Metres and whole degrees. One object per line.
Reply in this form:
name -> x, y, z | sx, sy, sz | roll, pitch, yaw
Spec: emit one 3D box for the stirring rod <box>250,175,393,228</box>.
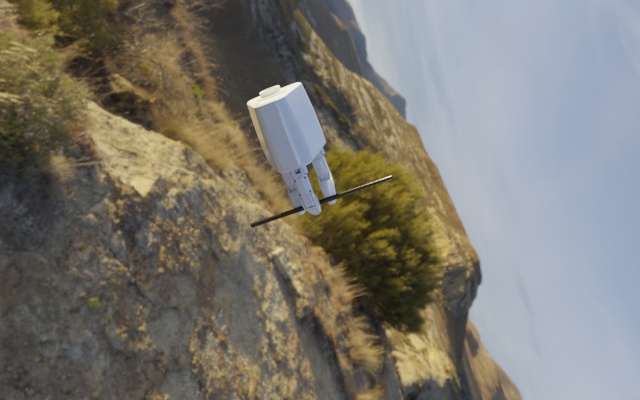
stirring rod -> 0.000, 0.002, 0.764 | 0.239, 0.011, 0.011 | -19, -3, 7
